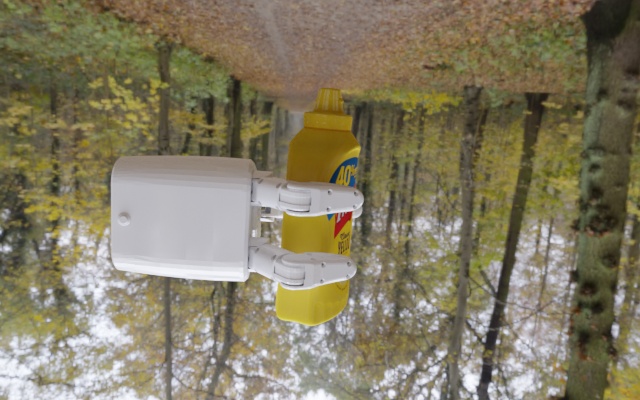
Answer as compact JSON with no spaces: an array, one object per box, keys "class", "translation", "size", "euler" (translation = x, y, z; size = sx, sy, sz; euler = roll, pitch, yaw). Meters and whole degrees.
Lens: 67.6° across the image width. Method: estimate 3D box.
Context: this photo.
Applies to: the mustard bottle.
[{"class":"mustard bottle","translation":[0.000,0.002,0.412],"size":[0.058,0.191,0.096],"euler":[8,10,20]}]
